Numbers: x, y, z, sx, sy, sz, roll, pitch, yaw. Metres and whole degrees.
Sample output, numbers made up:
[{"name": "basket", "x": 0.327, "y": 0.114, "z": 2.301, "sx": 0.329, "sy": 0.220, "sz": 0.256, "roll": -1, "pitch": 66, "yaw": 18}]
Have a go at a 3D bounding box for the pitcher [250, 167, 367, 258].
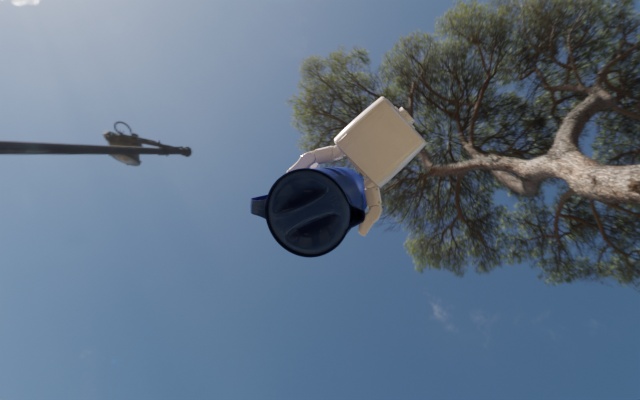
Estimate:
[{"name": "pitcher", "x": 0.000, "y": 0.003, "z": 0.812, "sx": 0.145, "sy": 0.149, "sz": 0.243, "roll": -44, "pitch": -5, "yaw": 16}]
